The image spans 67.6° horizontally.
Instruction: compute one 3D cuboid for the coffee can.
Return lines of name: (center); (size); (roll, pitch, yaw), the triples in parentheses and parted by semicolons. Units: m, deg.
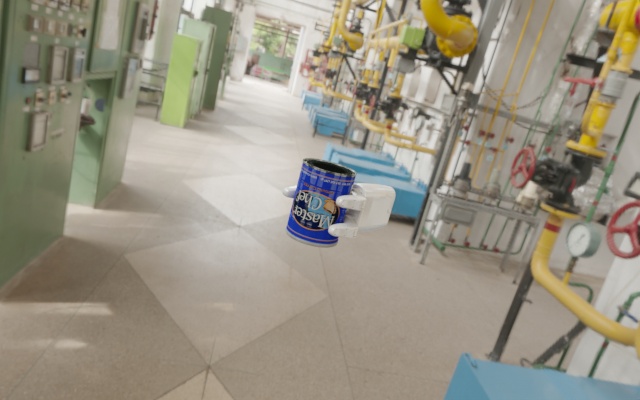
coffee can: (0.000, 0.003, 0.887); (0.103, 0.140, 0.102); (14, 15, -4)
